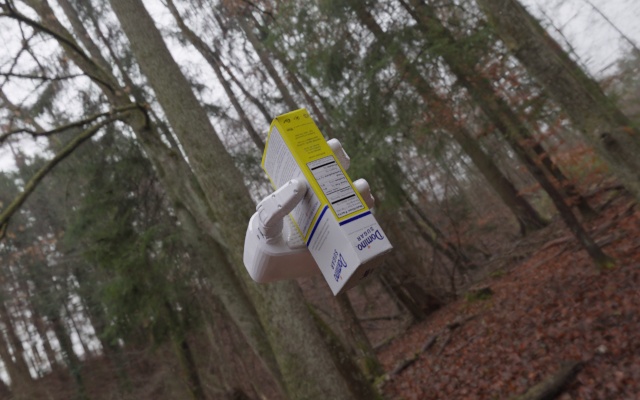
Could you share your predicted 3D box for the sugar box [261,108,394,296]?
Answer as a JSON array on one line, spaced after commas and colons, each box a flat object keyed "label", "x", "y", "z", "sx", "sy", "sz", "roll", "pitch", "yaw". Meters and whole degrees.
[{"label": "sugar box", "x": 0.000, "y": 0.001, "z": 0.495, "sx": 0.048, "sy": 0.176, "sz": 0.093, "roll": -24, "pitch": -20, "yaw": -26}]
